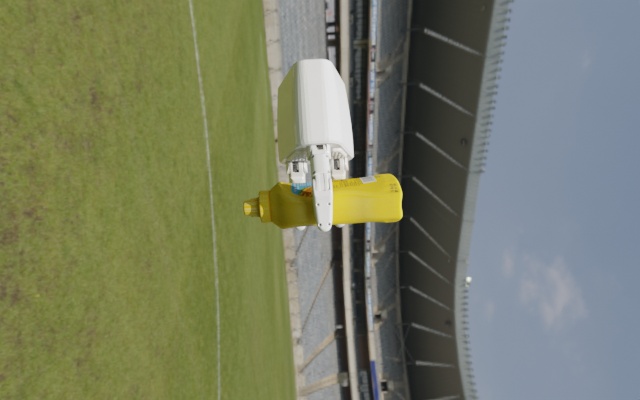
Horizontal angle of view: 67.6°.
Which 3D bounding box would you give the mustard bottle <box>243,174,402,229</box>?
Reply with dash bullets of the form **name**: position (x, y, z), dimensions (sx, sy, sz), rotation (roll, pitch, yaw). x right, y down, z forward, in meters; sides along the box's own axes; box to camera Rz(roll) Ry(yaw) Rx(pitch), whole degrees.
- **mustard bottle**: position (0.000, 0.002, 0.599), dimensions (0.191, 0.058, 0.096), rotation (-4, 16, -3)
